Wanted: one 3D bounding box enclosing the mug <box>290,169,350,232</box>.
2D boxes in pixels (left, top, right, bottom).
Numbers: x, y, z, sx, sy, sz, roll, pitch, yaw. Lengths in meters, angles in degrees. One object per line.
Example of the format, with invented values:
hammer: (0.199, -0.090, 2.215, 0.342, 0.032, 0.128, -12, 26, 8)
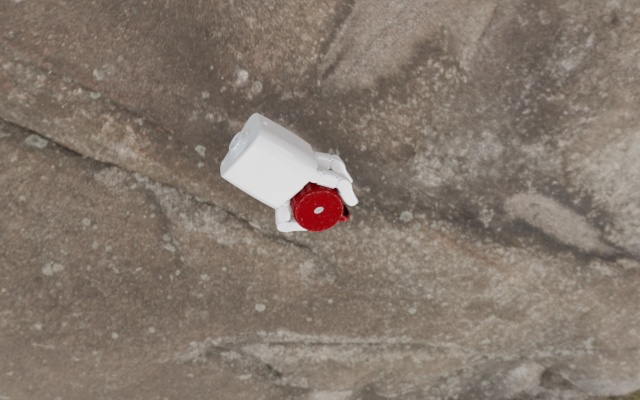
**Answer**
mug: (0.001, 0.003, 0.792, 0.117, 0.093, 0.081, 29, 22, -27)
